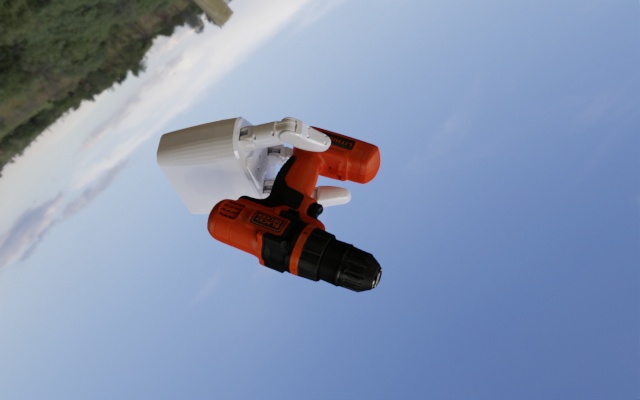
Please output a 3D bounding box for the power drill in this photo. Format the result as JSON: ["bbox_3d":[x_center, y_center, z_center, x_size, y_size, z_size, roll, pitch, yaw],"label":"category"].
[{"bbox_3d":[0.000,0.001,0.516,0.184,0.057,0.187,20,46,15],"label":"power drill"}]
